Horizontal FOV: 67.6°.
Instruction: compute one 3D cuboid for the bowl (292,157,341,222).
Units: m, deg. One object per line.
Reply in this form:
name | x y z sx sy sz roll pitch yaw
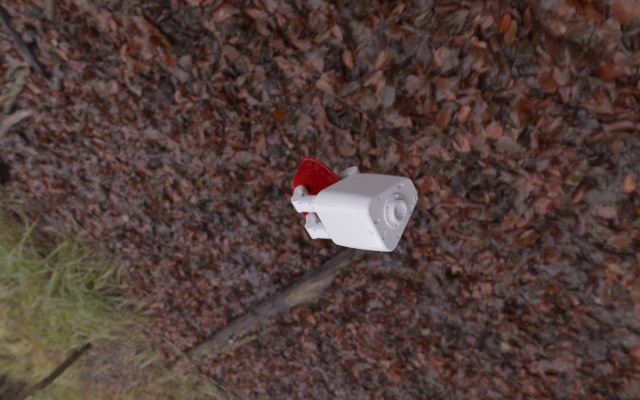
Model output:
bowl | -0.001 0.003 0.847 0.055 0.162 0.162 -40 14 -17
